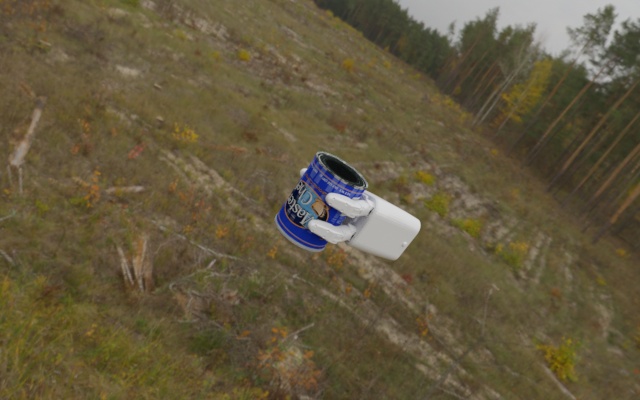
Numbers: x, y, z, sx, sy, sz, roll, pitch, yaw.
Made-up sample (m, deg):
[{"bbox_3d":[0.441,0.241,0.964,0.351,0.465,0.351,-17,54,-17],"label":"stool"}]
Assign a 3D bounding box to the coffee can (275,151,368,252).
[{"bbox_3d":[0.000,0.003,0.815,0.103,0.140,0.102,30,21,-12],"label":"coffee can"}]
